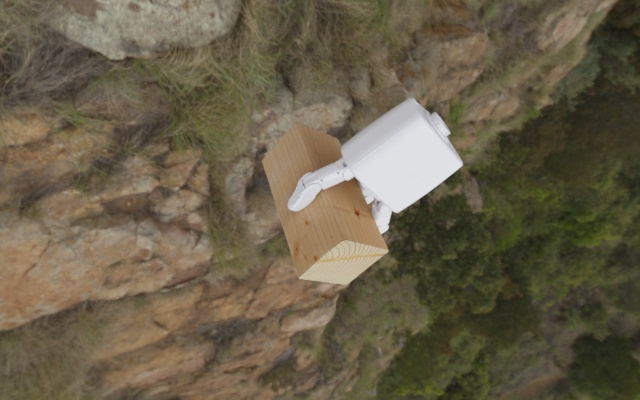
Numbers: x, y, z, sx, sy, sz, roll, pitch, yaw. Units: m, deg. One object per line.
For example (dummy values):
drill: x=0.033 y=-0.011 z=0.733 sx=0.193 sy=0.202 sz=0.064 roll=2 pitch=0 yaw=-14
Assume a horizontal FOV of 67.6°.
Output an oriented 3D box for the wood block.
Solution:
wood block: x=0.000 y=0.002 z=0.666 sx=0.091 sy=0.206 sz=0.090 roll=17 pitch=-49 yaw=-42
